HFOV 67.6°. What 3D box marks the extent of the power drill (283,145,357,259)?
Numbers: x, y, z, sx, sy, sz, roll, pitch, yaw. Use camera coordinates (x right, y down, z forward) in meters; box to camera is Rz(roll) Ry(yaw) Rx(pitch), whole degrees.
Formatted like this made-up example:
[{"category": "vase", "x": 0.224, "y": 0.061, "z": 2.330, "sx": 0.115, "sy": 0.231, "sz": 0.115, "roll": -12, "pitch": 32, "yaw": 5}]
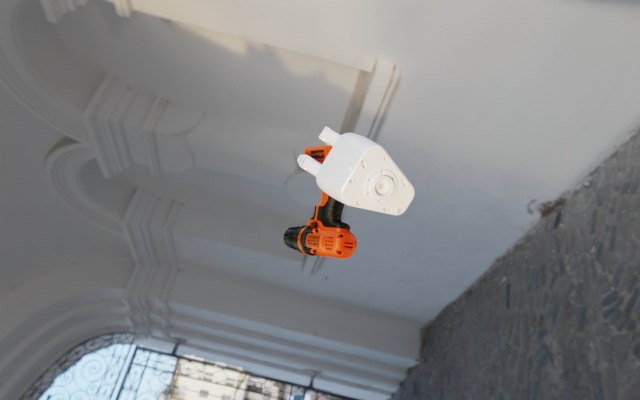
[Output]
[{"category": "power drill", "x": 0.000, "y": 0.002, "z": 0.824, "sx": 0.057, "sy": 0.187, "sz": 0.184, "roll": 7, "pitch": -3, "yaw": -37}]
